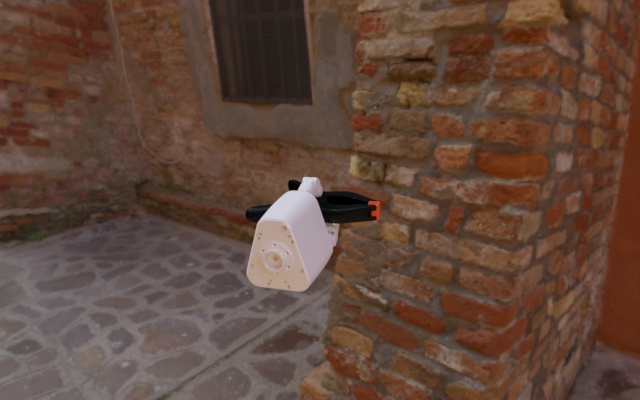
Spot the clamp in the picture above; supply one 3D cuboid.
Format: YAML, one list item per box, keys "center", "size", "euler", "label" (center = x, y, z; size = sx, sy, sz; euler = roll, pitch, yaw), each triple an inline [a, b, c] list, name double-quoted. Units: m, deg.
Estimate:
- center: [0.001, 0.002, 0.809]
  size: [0.210, 0.036, 0.164]
  euler: [3, 23, 16]
  label: "clamp"
